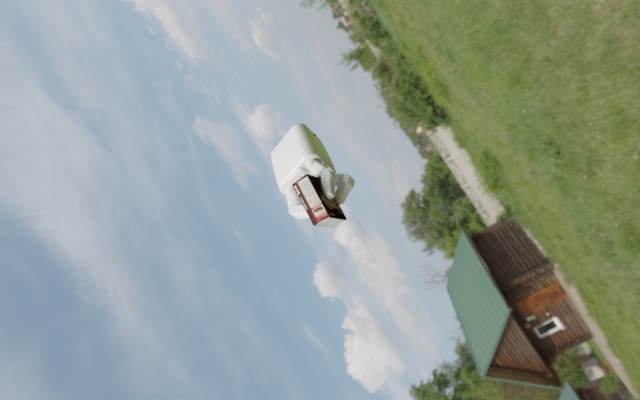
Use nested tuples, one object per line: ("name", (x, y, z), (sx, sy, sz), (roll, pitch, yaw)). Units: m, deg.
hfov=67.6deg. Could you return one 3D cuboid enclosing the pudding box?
("pudding box", (0.000, 0.003, 0.881), (0.039, 0.090, 0.113), (-33, -14, 16))
